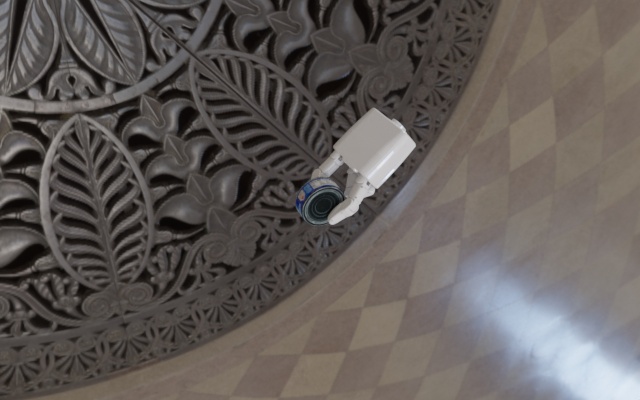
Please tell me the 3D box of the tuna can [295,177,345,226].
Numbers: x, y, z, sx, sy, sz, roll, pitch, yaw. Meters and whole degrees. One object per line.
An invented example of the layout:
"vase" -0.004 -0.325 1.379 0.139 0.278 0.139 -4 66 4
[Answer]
"tuna can" 0.000 0.003 0.852 0.086 0.086 0.033 0 32 -28
